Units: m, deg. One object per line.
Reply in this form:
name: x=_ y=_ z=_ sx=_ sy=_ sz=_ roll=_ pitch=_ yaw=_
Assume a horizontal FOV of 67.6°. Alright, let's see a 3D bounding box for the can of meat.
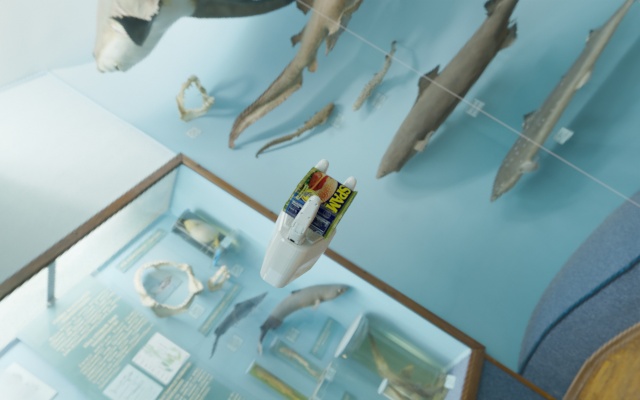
can of meat: x=0.000 y=0.002 z=0.752 sx=0.084 sy=0.057 sz=0.102 roll=32 pitch=40 yaw=4
